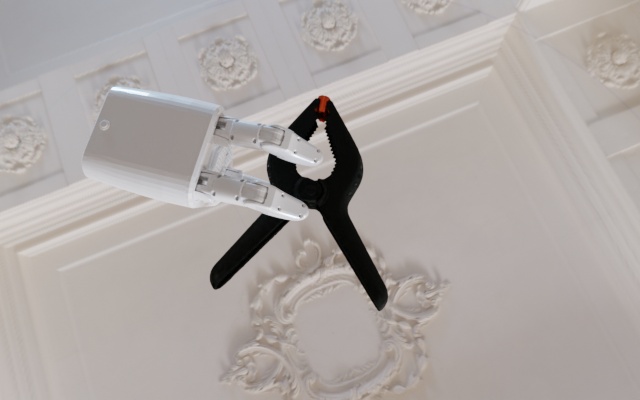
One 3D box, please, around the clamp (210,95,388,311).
[{"bbox_3d":[0.000,0.001,0.463,0.164,0.210,0.036,14,-15,2],"label":"clamp"}]
